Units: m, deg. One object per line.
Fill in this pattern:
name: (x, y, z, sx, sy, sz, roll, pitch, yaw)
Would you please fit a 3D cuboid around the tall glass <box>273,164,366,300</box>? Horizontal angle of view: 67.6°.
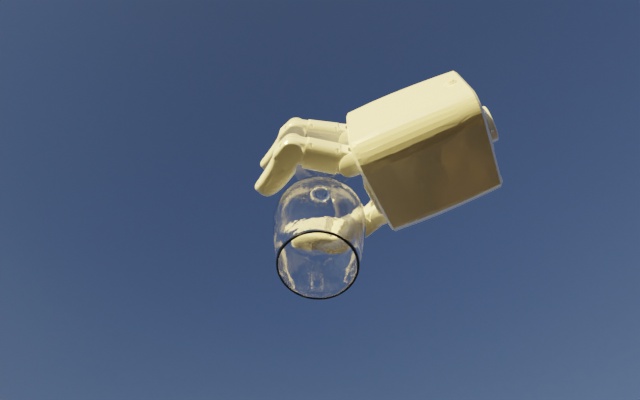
tall glass: (0.000, 0.001, 0.435, 0.079, 0.079, 0.201, 0, 28, 2)
